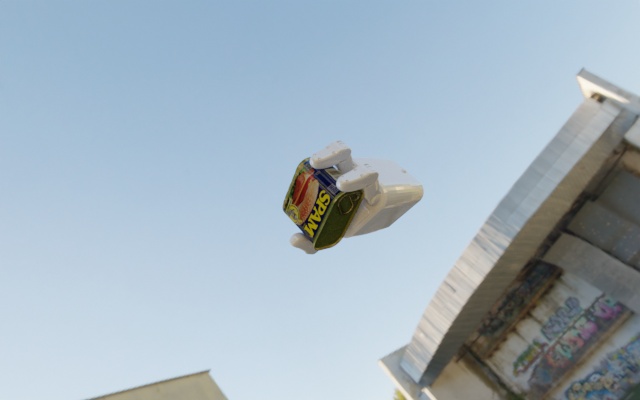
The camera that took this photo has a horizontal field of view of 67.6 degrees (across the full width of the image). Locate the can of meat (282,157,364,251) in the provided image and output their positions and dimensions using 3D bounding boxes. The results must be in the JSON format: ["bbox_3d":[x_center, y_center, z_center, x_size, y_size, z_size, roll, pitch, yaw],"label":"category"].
[{"bbox_3d":[0.000,0.002,0.653,0.057,0.102,0.084,-9,44,-44],"label":"can of meat"}]
